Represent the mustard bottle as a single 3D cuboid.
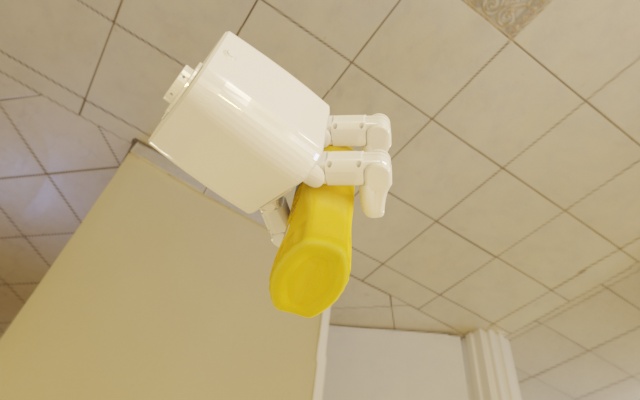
[{"bbox_3d":[0.000,0.002,0.430,0.058,0.096,0.191,16,41,-6],"label":"mustard bottle"}]
